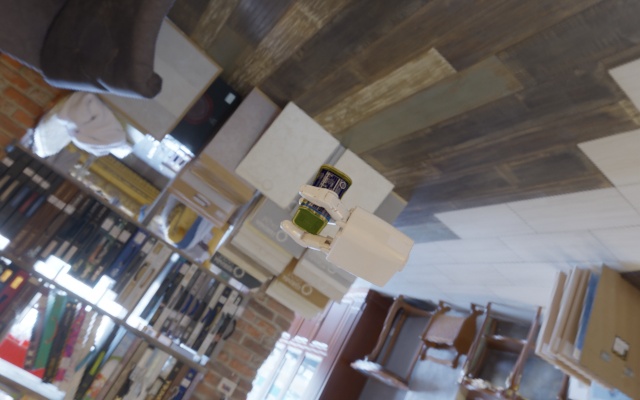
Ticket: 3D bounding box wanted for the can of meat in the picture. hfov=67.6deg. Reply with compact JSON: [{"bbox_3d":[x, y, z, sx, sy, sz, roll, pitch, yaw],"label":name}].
[{"bbox_3d":[0.000,0.003,0.769,0.057,0.084,0.102,30,-22,-1],"label":"can of meat"}]
